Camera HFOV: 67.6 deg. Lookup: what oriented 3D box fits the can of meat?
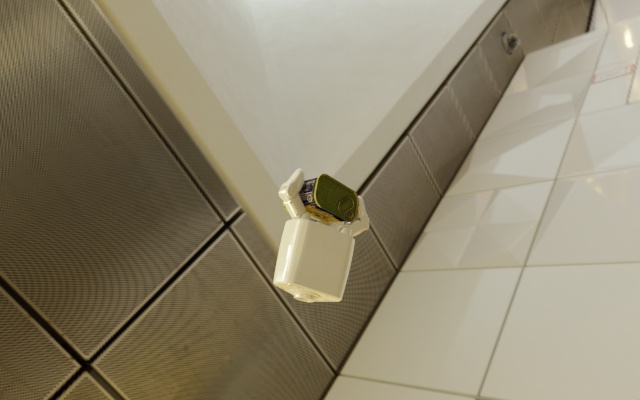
[{"bbox_3d":[0.000,0.003,0.805,0.084,0.057,0.102,-12,-30,44],"label":"can of meat"}]
